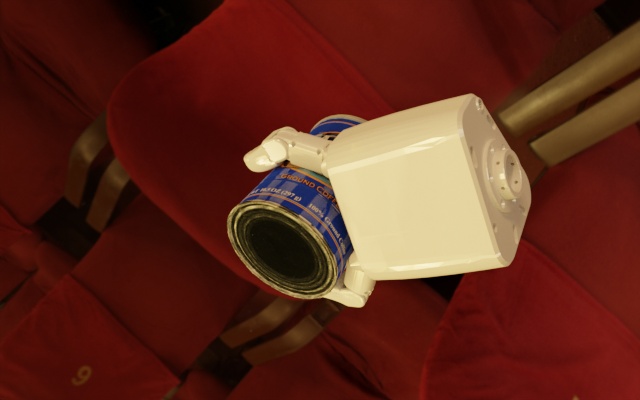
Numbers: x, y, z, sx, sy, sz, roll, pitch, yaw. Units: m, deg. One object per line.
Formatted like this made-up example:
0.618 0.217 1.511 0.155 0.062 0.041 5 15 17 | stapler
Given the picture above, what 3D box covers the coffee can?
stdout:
0.000 0.001 0.426 0.103 0.103 0.140 0 36 35 | coffee can
